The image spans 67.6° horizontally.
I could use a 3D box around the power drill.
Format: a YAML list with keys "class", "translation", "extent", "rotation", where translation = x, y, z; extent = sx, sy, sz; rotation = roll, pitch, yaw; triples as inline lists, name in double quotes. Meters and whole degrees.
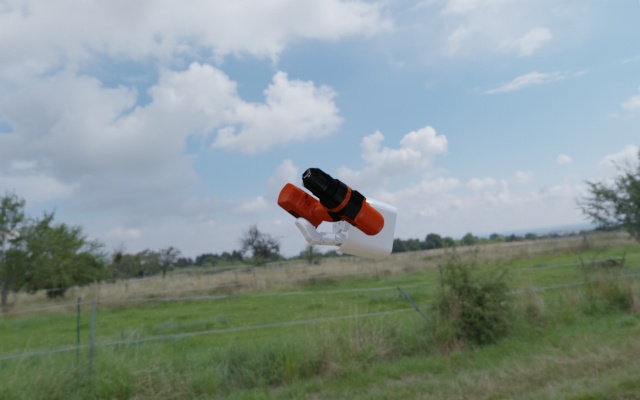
- class: "power drill"
  translation: [0.000, 0.003, 0.869]
  extent: [0.184, 0.057, 0.187]
  rotation: [38, -19, -30]
